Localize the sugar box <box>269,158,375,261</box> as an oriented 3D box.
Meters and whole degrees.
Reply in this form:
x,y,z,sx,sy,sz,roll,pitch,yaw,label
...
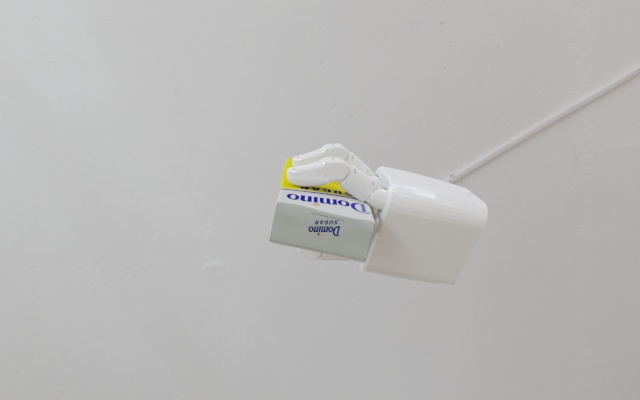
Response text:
x,y,z,sx,sy,sz,roll,pitch,yaw,label
0.000,0.001,0.506,0.093,0.048,0.176,12,15,-6,sugar box
